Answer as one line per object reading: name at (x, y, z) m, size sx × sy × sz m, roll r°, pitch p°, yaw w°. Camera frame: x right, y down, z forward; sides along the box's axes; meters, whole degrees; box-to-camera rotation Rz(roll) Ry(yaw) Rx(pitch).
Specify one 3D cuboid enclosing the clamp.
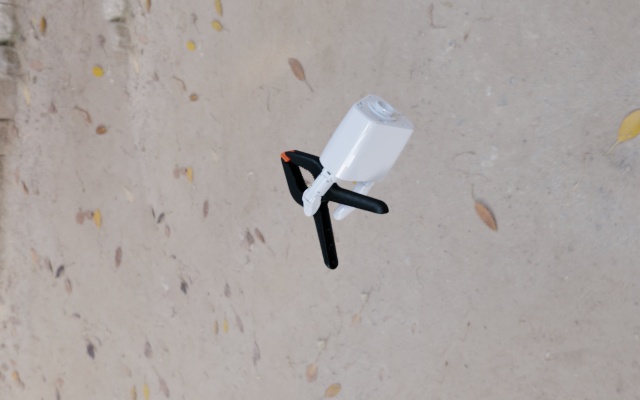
clamp at (-0.001, 0.002, 0.792) m, size 0.210 × 0.165 × 0.036 m, roll 45°, pitch 35°, yaw 21°
